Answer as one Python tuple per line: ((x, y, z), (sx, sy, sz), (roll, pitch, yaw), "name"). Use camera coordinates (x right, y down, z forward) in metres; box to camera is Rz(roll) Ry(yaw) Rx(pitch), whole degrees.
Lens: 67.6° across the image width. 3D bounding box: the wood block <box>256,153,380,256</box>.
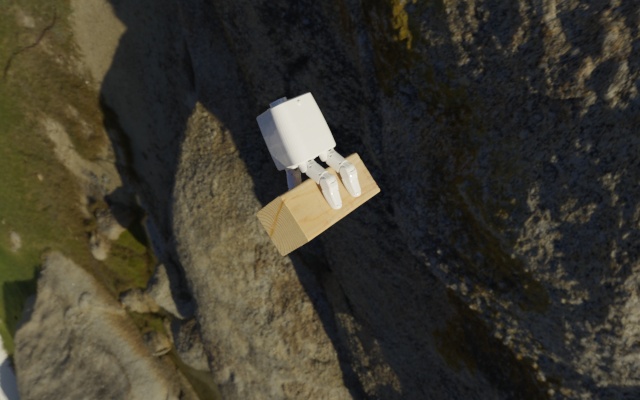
((0.000, 0.003, 0.860), (0.206, 0.090, 0.091), (-32, 0, -40), "wood block")
